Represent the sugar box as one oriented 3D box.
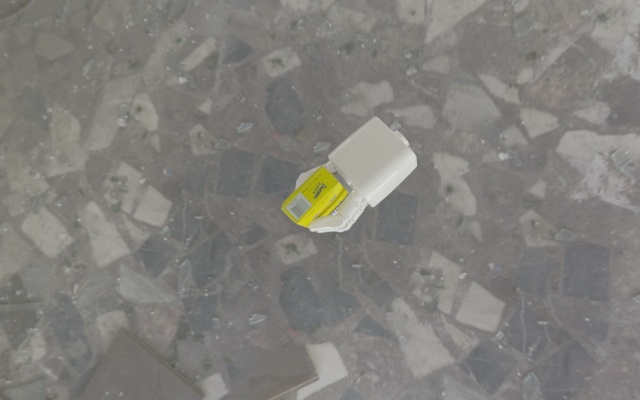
[{"bbox_3d":[0.001,0.003,0.805,0.093,0.048,0.176,-44,-15,4],"label":"sugar box"}]
